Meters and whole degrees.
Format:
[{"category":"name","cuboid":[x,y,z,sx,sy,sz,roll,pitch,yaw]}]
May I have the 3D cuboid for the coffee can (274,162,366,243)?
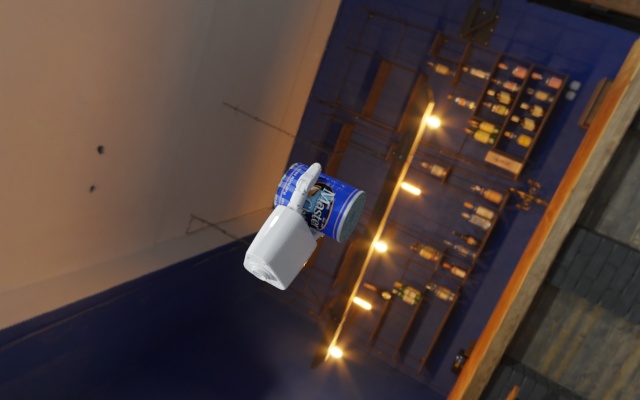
[{"category":"coffee can","cuboid":[0.000,0.003,0.890,0.140,0.103,0.103,26,8,18]}]
